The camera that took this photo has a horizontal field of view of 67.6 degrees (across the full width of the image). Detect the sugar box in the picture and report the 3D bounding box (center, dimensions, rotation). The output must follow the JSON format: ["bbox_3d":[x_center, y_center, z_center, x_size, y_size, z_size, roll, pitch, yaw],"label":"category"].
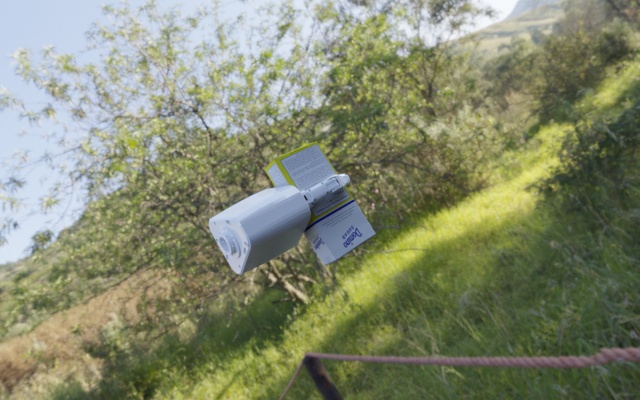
[{"bbox_3d":[0.000,0.003,0.734,0.093,0.176,0.048,-28,-4,-36],"label":"sugar box"}]
